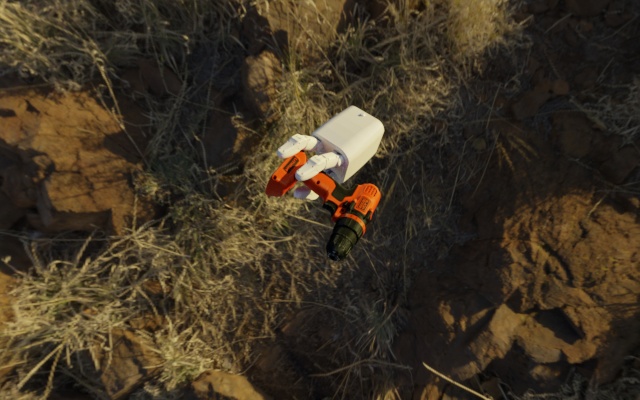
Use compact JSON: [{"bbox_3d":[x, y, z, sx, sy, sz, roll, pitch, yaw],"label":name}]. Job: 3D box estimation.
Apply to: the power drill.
[{"bbox_3d":[0.000,0.002,0.843,0.187,0.057,0.184,32,46,2],"label":"power drill"}]
